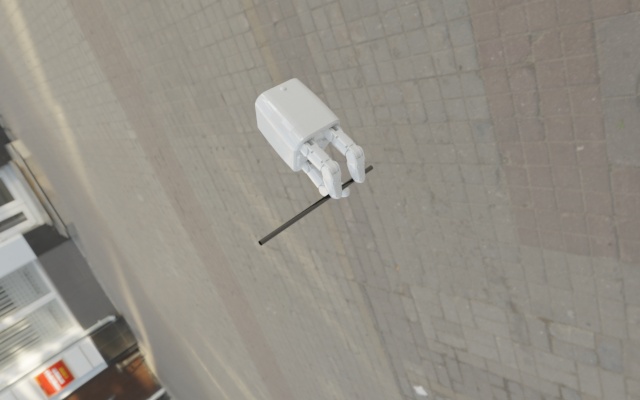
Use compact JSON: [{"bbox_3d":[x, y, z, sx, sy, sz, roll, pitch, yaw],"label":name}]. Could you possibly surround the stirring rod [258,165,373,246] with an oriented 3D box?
[{"bbox_3d":[0.000,0.002,0.731,0.239,0.011,0.011,-34,20,-32],"label":"stirring rod"}]
